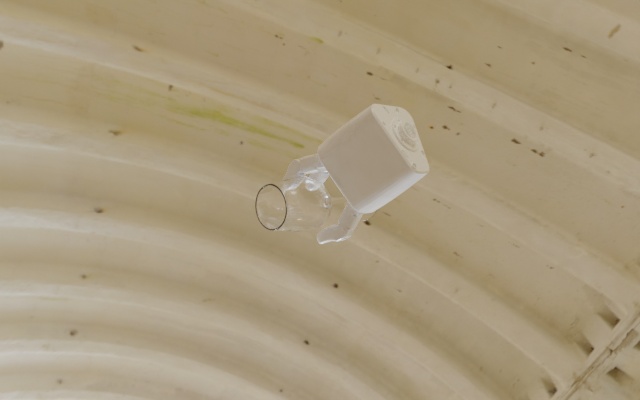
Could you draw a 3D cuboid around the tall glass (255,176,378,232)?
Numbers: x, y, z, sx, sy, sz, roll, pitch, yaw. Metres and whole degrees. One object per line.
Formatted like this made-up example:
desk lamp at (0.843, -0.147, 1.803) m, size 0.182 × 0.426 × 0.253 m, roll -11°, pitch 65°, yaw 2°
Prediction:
tall glass at (0.000, 0.002, 0.701) m, size 0.079 × 0.079 × 0.201 m, roll 0°, pitch 4°, yaw 42°
